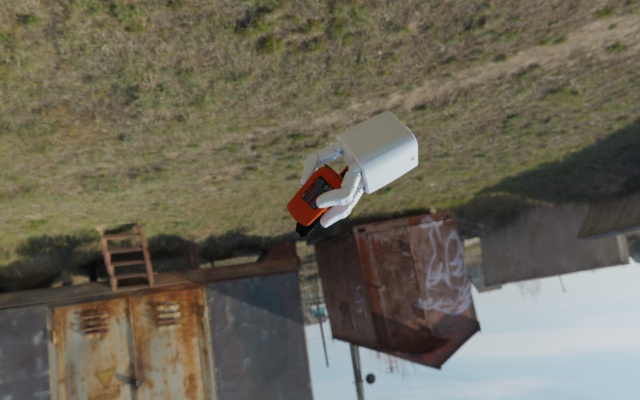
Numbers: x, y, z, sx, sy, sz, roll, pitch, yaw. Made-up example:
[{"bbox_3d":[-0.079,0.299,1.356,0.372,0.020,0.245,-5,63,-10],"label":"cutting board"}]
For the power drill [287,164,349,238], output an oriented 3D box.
[{"bbox_3d":[0.000,0.003,0.892,0.057,0.184,0.187,42,9,8],"label":"power drill"}]
